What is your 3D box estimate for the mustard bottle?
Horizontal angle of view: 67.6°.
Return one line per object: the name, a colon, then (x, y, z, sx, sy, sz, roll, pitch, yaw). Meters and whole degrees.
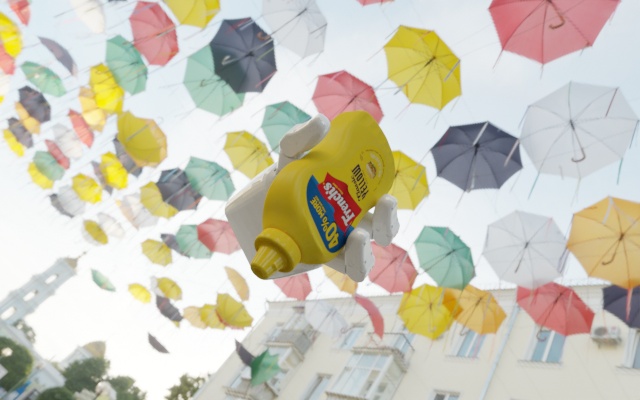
mustard bottle: (0.000, 0.001, 0.442, 0.058, 0.096, 0.191, 5, 39, 39)
